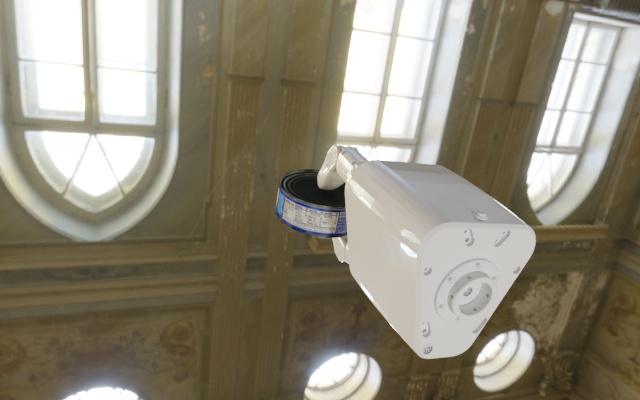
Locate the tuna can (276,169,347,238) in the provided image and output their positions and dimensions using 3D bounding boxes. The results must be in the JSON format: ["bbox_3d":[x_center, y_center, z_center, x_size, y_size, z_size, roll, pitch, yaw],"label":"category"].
[{"bbox_3d":[0.000,0.002,0.464,0.086,0.034,0.086,9,25,-4],"label":"tuna can"}]
